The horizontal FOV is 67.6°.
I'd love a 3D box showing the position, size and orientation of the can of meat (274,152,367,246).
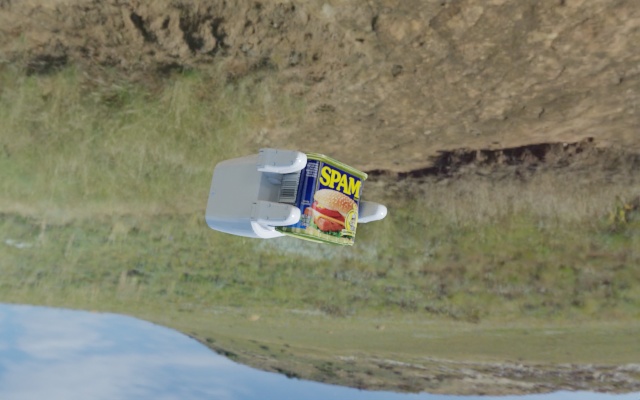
[{"bbox_3d":[0.000,0.002,0.521,0.057,0.084,0.102,2,-11,41],"label":"can of meat"}]
